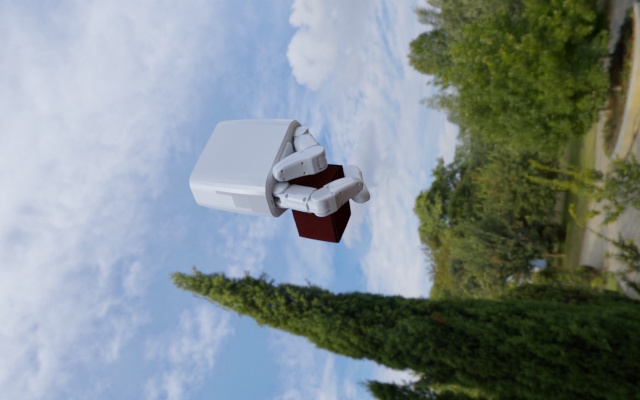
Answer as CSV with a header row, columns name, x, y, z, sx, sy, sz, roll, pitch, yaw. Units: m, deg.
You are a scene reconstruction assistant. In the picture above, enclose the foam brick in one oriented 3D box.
name,x,y,z,sx,sy,sz,roll,pitch,yaw
foam brick,0.000,0.002,0.554,0.051,0.078,0.053,5,40,22
